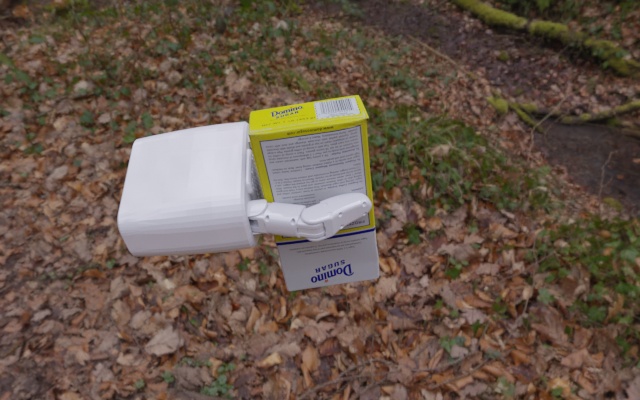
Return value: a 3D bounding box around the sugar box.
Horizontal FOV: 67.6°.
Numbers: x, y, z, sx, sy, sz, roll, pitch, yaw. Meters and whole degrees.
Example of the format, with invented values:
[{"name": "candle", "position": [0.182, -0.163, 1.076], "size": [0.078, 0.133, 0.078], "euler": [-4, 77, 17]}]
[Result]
[{"name": "sugar box", "position": [0.000, 0.001, 0.424], "size": [0.093, 0.176, 0.048], "euler": [-8, 39, 0]}]
